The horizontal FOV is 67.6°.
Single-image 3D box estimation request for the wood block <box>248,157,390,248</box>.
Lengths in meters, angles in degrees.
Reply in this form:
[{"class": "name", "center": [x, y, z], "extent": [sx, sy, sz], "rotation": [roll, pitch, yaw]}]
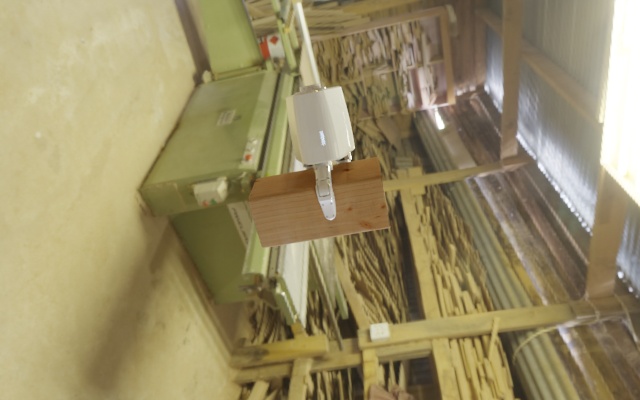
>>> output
[{"class": "wood block", "center": [0.000, 0.002, 0.767], "extent": [0.206, 0.090, 0.090], "rotation": [-10, 25, 8]}]
